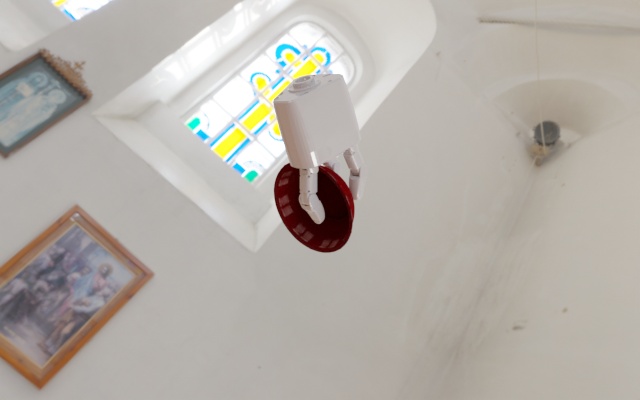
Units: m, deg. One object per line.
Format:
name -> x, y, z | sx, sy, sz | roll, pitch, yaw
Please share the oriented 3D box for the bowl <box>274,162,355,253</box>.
bowl -> 0.000, 0.004, 0.783 | 0.162, 0.162, 0.055 | 0, 22, 42
